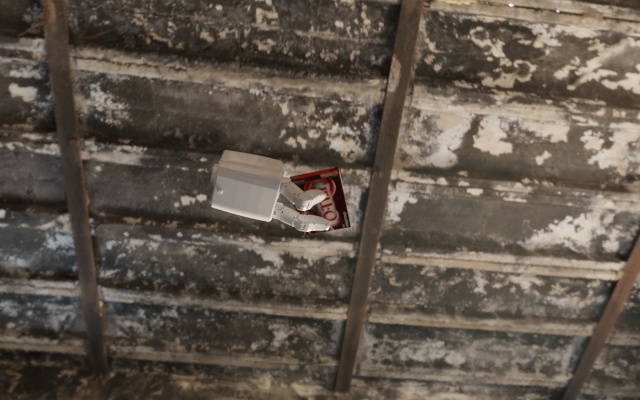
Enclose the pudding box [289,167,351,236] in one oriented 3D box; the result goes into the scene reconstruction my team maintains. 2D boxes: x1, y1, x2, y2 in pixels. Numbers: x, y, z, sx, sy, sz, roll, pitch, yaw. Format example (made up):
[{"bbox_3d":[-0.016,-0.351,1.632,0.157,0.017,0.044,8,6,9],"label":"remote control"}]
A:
[{"bbox_3d":[0.000,0.003,0.842,0.090,0.114,0.039,-11,35,6],"label":"pudding box"}]
